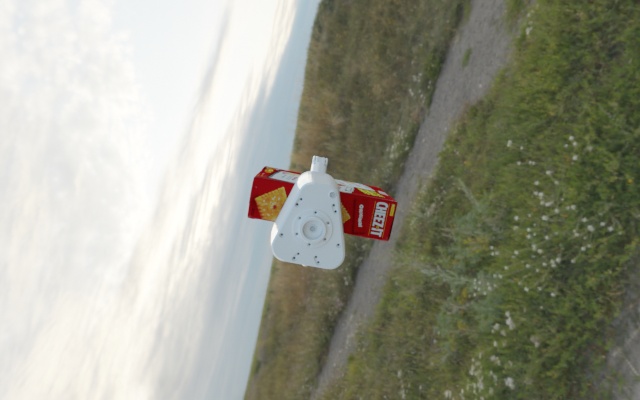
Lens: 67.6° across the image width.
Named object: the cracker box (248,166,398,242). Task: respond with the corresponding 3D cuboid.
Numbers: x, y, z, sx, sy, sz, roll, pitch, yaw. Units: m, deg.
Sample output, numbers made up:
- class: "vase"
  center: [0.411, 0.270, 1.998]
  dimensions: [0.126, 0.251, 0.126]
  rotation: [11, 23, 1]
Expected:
- class: "cracker box"
  center: [0.000, 0.002, 0.772]
  dimensions: [0.214, 0.072, 0.164]
  rotation: [11, 9, -3]
